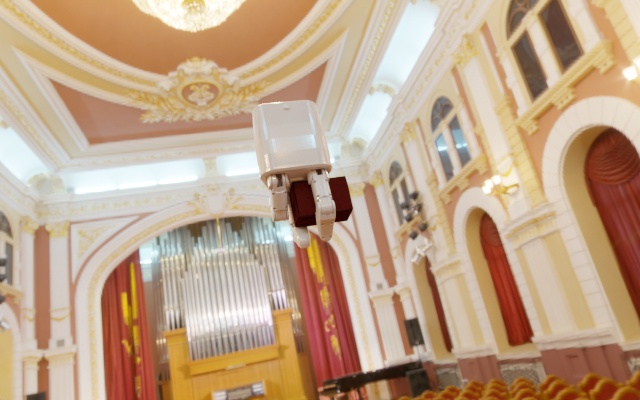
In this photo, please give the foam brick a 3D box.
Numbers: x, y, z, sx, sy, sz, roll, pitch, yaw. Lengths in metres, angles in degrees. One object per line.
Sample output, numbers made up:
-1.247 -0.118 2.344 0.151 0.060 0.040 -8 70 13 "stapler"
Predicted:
0.000 0.002 0.666 0.078 0.051 0.053 -7 -20 -12 "foam brick"
